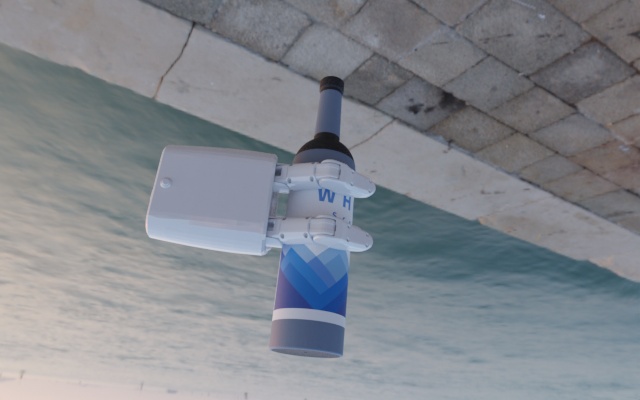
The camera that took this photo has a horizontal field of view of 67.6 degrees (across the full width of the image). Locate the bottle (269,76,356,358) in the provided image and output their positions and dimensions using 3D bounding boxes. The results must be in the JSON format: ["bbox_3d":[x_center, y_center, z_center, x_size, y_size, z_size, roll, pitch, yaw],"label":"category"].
[{"bbox_3d":[0.000,0.002,0.483,0.069,0.295,0.069,5,-23,2],"label":"bottle"}]
